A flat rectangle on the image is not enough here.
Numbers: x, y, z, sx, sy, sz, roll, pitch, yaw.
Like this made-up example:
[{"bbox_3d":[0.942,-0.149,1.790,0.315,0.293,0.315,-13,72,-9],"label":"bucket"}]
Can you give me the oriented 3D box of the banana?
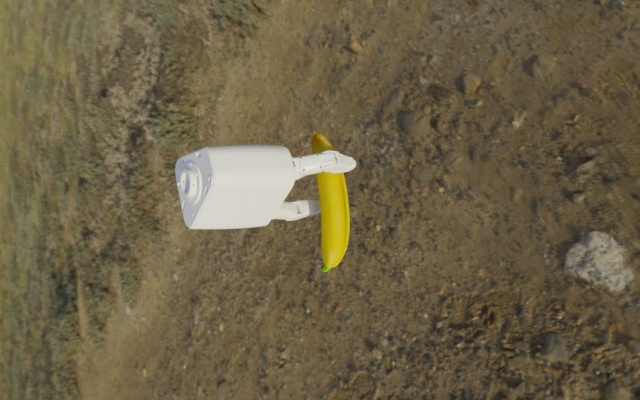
[{"bbox_3d":[0.011,0.007,0.647,0.037,0.198,0.069,-5,6,-34],"label":"banana"}]
